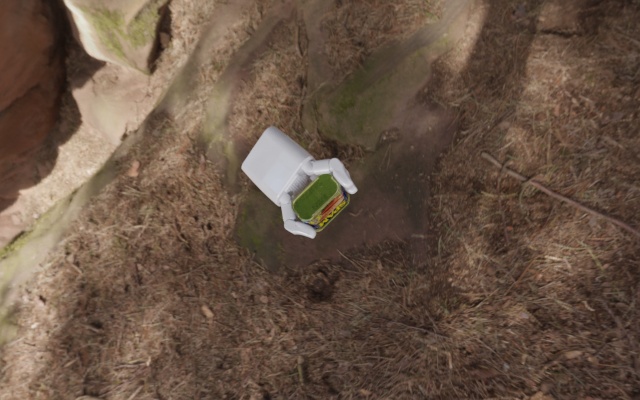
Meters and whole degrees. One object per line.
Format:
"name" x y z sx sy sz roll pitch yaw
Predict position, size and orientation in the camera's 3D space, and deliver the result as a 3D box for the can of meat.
"can of meat" 0.000 0.003 0.891 0.057 0.102 0.084 46 -1 20
